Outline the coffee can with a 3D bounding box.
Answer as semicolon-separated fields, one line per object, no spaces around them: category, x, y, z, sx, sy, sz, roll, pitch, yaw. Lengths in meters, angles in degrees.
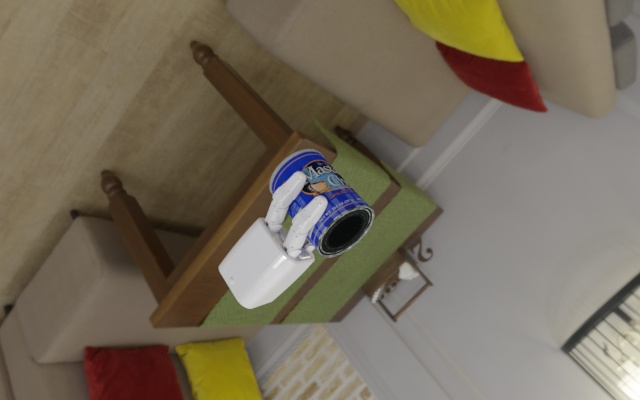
coffee can;0.000;0.002;0.735;0.103;0.103;0.140;0;40;-46
